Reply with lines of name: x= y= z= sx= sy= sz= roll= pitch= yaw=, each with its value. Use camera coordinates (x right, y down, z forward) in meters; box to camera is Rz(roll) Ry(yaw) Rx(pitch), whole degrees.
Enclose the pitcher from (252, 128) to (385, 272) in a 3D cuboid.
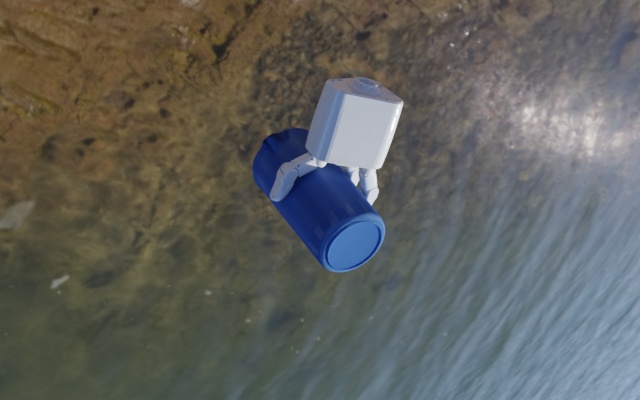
pitcher: x=0.000 y=0.002 z=0.757 sx=0.149 sy=0.145 sz=0.242 roll=-3 pitch=36 yaw=-31
